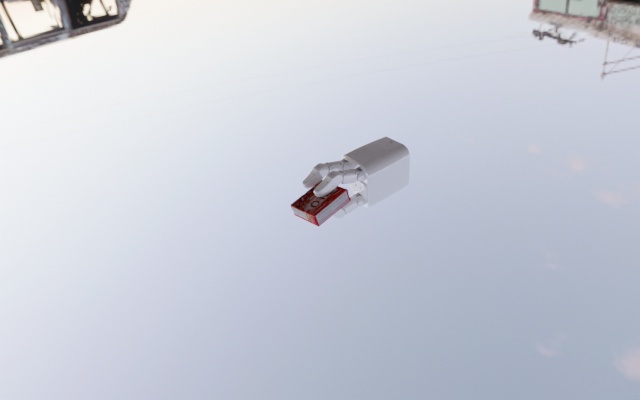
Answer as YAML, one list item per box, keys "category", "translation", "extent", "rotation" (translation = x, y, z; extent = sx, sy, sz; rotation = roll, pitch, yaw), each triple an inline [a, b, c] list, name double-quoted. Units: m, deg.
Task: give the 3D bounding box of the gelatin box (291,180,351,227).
- category: "gelatin box"
  translation: [0.000, 0.003, 0.898]
  extent: [0.089, 0.030, 0.073]
  rotation: [-39, 39, -24]
